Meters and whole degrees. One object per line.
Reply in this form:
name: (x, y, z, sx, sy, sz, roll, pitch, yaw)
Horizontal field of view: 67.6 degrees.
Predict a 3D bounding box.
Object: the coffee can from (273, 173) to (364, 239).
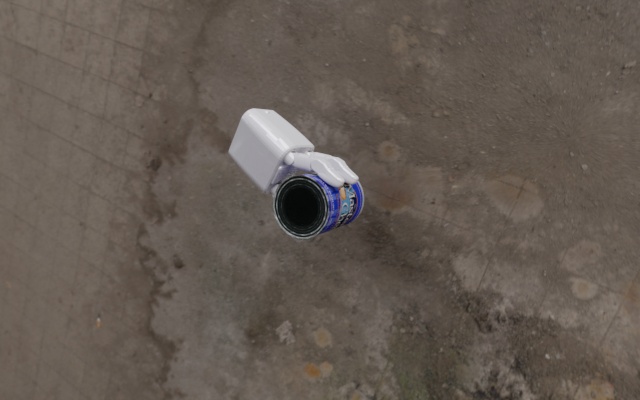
coffee can: (0.000, 0.003, 0.805, 0.103, 0.103, 0.140, 0, 6, 28)
